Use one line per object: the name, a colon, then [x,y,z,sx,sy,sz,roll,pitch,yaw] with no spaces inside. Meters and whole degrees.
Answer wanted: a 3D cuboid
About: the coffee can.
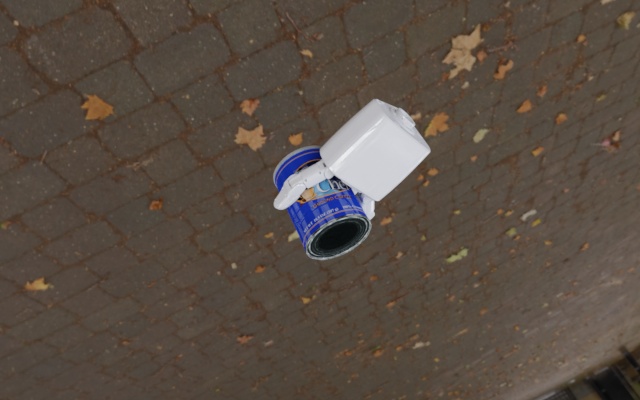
coffee can: [0.000,0.002,0.715,0.103,0.140,0.103,-18,-34,-13]
